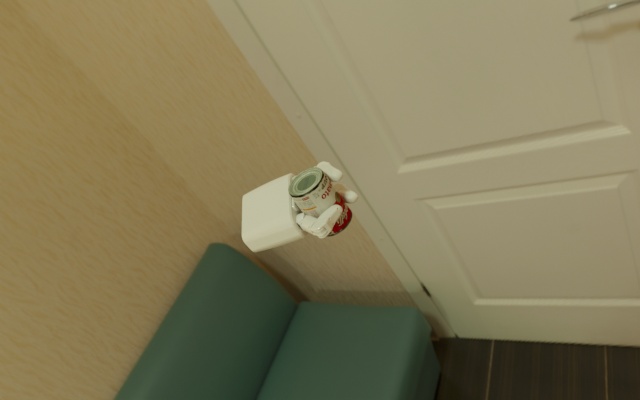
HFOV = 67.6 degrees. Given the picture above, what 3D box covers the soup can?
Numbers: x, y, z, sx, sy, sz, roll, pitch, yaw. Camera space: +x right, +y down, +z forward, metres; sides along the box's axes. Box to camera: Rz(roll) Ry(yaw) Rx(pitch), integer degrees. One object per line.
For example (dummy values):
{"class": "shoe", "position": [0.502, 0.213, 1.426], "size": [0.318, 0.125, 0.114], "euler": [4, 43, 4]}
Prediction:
{"class": "soup can", "position": [0.000, 0.002, 0.797], "size": [0.068, 0.068, 0.102], "euler": [0, -42, 42]}
